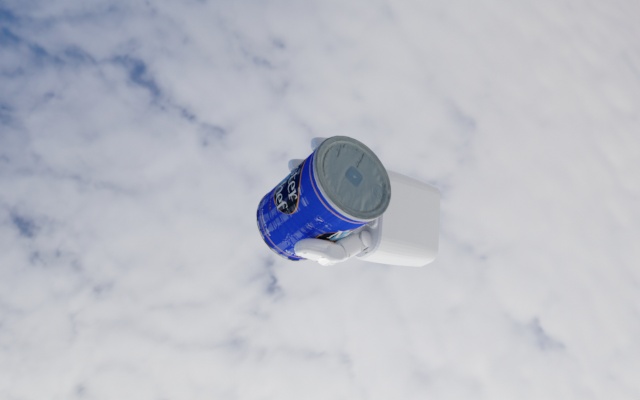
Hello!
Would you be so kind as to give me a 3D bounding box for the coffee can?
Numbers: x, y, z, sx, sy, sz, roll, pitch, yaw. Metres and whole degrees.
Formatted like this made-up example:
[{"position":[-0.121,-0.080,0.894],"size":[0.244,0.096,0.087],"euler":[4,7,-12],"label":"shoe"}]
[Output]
[{"position":[0.000,0.002,0.569],"size":[0.103,0.102,0.140],"euler":[0,-24,-37],"label":"coffee can"}]
